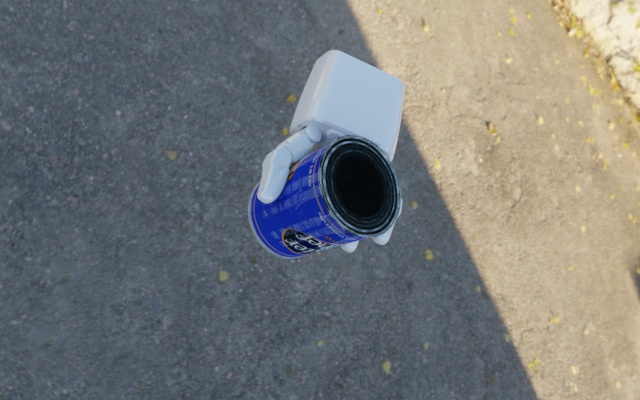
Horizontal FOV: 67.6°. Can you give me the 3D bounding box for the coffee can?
[{"bbox_3d":[0.000,0.002,0.511,0.103,0.102,0.140,0,-14,-37],"label":"coffee can"}]
